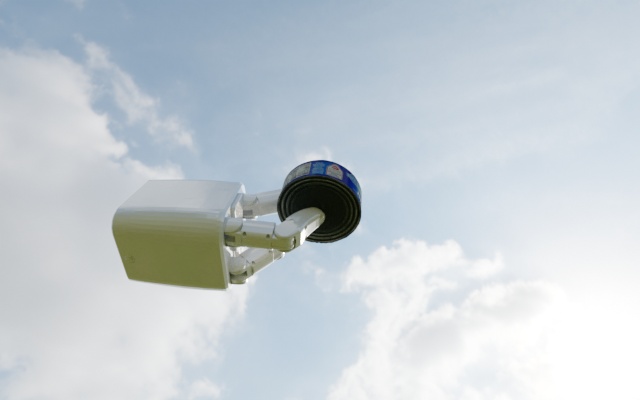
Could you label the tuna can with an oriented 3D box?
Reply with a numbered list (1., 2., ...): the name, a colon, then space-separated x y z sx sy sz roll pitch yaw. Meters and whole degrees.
1. tuna can: 0.000 0.001 0.492 0.086 0.086 0.033 0 36 8
